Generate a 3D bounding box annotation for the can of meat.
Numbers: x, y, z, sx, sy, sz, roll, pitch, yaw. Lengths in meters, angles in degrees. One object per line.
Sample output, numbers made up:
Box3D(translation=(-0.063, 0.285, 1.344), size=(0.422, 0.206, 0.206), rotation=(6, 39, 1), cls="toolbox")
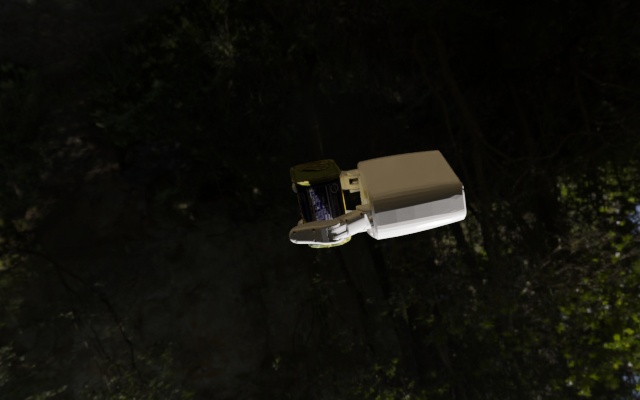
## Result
Box3D(translation=(0.000, 0.002, 0.579), size=(0.057, 0.084, 0.102), rotation=(-12, 15, -3), cls="can of meat")
